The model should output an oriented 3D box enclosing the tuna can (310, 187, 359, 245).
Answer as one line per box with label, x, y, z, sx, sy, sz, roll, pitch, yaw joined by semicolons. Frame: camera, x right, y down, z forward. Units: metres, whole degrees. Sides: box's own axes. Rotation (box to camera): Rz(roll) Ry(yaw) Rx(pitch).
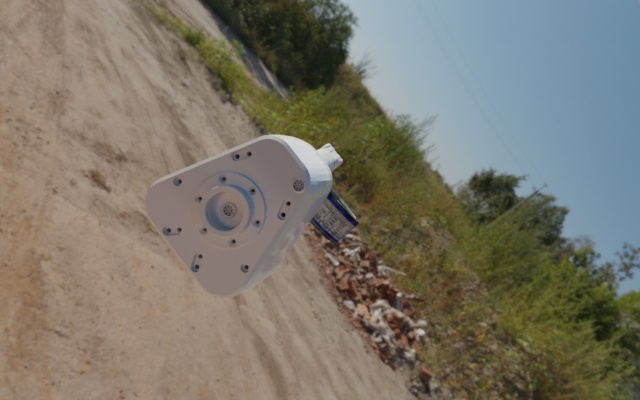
tuna can;0.001;0.001;0.485;0.034;0.086;0.086;-41;-4;5
